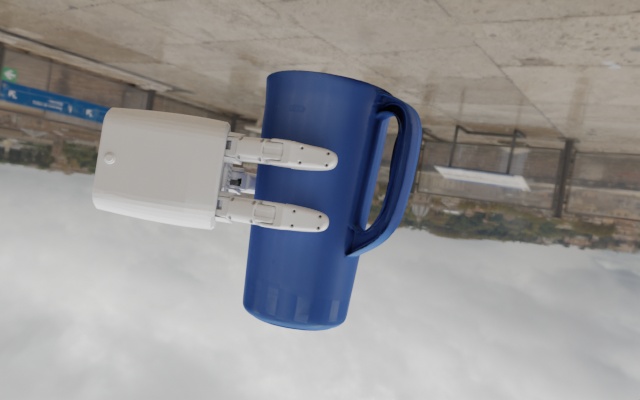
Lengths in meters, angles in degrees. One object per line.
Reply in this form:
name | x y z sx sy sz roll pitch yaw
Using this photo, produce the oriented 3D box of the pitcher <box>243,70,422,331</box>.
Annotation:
pitcher | 0.000 0.002 0.481 0.145 0.243 0.149 9 0 -9
